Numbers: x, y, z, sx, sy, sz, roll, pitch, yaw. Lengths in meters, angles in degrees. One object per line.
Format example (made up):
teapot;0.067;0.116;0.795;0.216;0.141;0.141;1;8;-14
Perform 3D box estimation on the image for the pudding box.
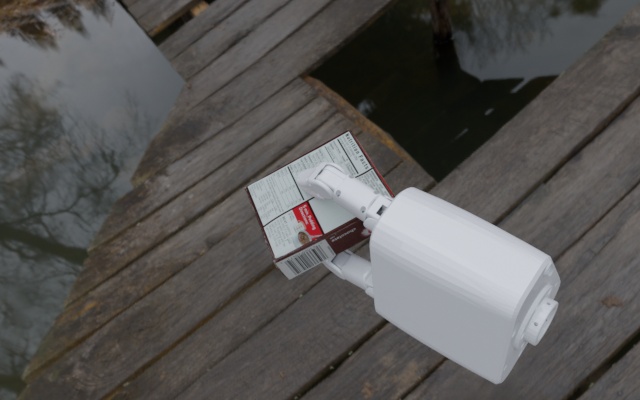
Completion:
pudding box;0.000;0.001;0.415;0.113;0.090;0.039;-27;-37;1
